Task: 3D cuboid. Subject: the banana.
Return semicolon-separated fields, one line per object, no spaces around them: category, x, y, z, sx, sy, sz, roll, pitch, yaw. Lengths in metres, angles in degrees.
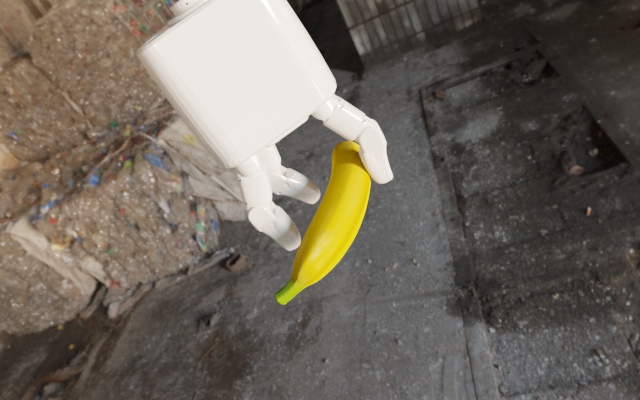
banana;0.013;-0.001;0.424;0.069;0.037;0.197;-18;33;38
